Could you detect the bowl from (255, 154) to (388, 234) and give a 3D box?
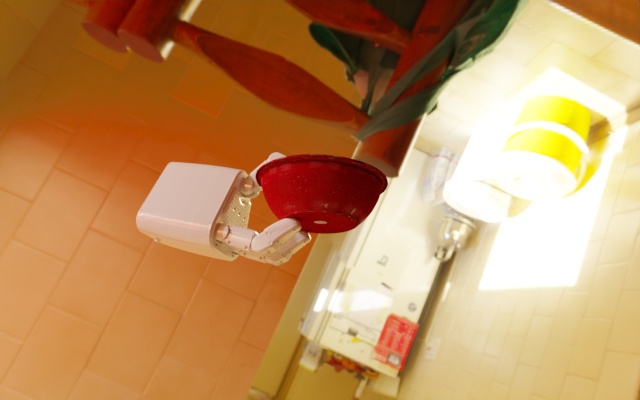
[{"bbox_3d":[0.001,0.002,0.573,0.162,0.055,0.162,3,-19,1],"label":"bowl"}]
